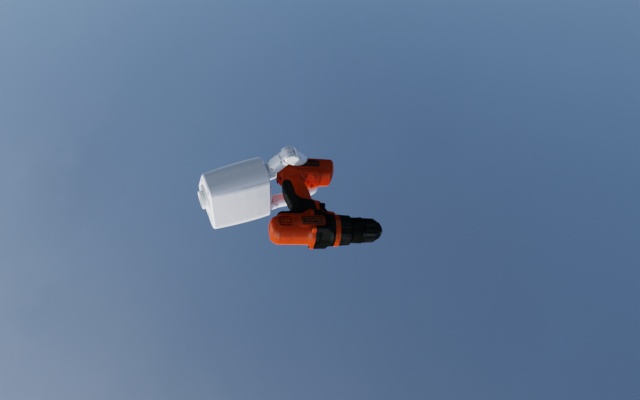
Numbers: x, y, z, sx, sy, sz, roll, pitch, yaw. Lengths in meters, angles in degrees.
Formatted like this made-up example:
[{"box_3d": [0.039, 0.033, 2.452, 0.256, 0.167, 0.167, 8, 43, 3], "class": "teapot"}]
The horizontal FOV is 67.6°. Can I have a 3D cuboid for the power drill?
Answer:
[{"box_3d": [0.000, 0.002, 0.815, 0.184, 0.057, 0.187, 2, 39, -13], "class": "power drill"}]
